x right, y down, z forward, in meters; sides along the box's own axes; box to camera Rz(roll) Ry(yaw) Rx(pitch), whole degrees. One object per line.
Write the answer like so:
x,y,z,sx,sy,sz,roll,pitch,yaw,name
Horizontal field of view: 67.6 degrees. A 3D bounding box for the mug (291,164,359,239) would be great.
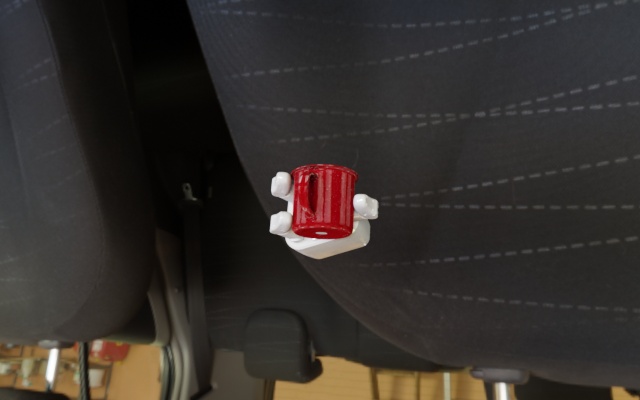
0.000,0.002,0.627,0.093,0.081,0.117,-4,-17,19,mug
